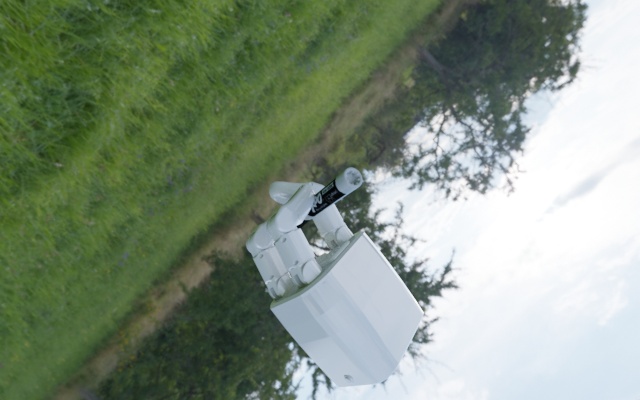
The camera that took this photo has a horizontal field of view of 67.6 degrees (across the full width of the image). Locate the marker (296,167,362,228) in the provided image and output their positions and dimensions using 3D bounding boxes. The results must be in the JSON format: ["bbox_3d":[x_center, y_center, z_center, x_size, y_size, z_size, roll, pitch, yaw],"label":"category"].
[{"bbox_3d":[0.000,0.001,0.451,0.020,0.020,0.121,0,-20,-30],"label":"marker"}]
